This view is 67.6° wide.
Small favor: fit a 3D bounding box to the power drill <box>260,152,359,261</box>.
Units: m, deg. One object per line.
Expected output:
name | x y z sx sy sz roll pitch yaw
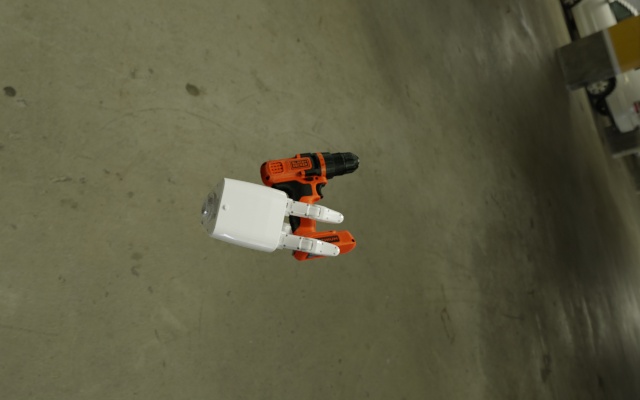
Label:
power drill | 0.000 0.003 0.834 0.184 0.187 0.057 -10 -23 -15
